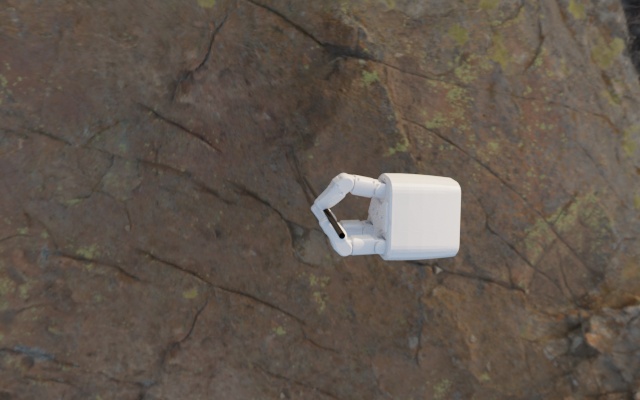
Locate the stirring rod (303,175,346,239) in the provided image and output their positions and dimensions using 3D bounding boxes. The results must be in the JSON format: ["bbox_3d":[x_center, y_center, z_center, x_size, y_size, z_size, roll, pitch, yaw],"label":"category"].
[{"bbox_3d":[0.000,0.002,0.667,0.011,0.011,0.239,0,19,-13],"label":"stirring rod"}]
